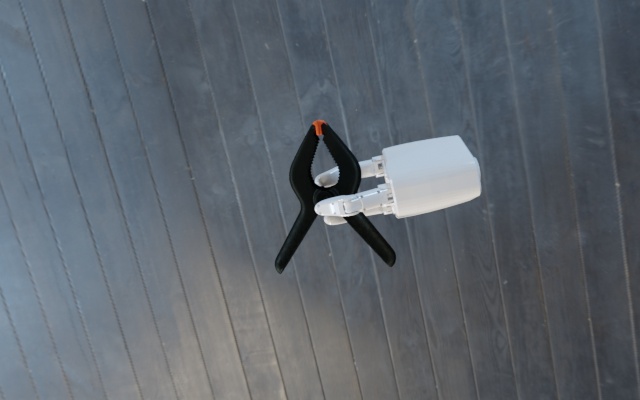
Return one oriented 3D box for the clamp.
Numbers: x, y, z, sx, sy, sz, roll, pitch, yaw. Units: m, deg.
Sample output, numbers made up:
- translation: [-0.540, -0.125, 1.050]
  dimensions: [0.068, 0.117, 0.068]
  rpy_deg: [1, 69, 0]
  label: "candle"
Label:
- translation: [0.000, 0.002, 0.632]
  dimensions: [0.164, 0.210, 0.036]
  rpy_deg: [-12, 10, 8]
  label: "clamp"
